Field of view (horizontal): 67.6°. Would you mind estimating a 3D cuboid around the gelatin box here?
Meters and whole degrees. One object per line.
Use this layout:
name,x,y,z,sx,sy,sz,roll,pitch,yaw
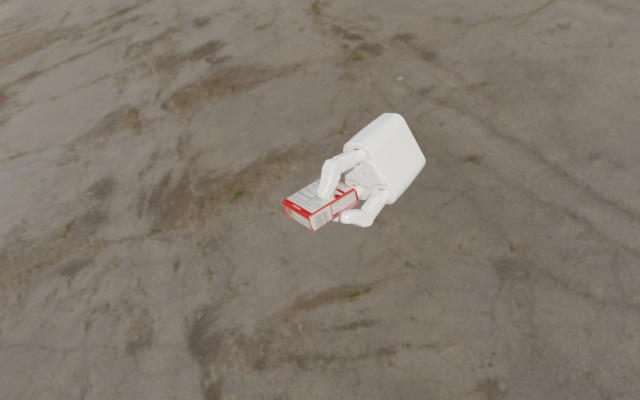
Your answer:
gelatin box,0.000,0.002,0.707,0.089,0.030,0.073,-31,35,-24
